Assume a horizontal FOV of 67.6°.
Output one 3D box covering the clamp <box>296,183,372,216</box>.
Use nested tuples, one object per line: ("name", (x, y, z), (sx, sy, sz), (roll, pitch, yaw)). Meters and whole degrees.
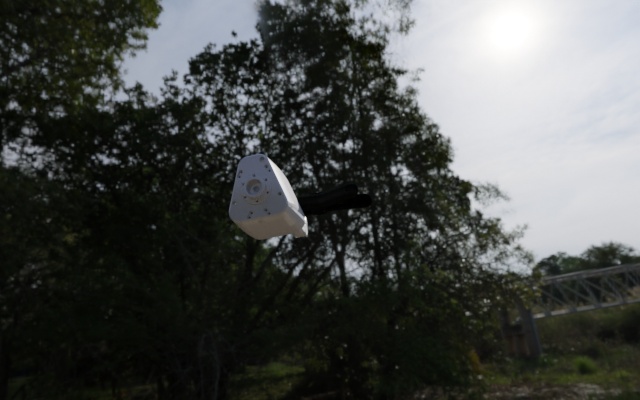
("clamp", (0.000, 0.002, 0.822), (0.171, 0.039, 0.120), (-11, -18, 7))
